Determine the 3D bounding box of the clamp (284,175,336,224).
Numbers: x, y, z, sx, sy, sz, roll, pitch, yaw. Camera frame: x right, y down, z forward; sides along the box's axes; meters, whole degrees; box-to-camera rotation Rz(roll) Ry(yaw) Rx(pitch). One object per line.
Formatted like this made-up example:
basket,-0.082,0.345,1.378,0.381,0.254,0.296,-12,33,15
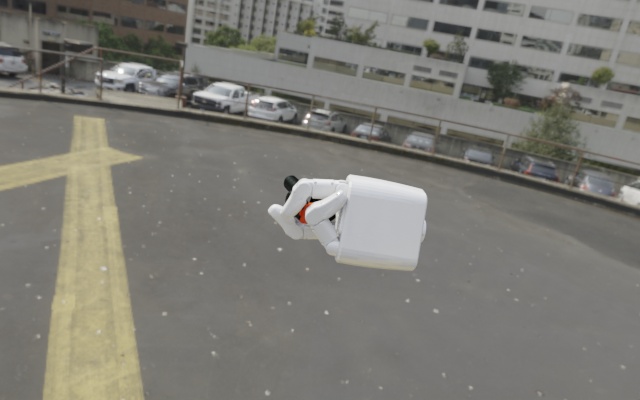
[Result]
clamp,0.000,0.002,0.723,0.120,0.039,0.171,9,17,-4
